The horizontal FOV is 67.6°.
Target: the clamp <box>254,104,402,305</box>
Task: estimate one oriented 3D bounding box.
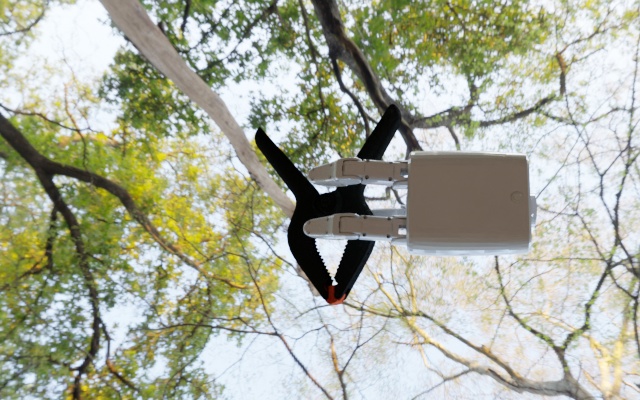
[{"bbox_3d":[0.001,0.002,0.503,0.164,0.210,0.036,-1,-14,18],"label":"clamp"}]
